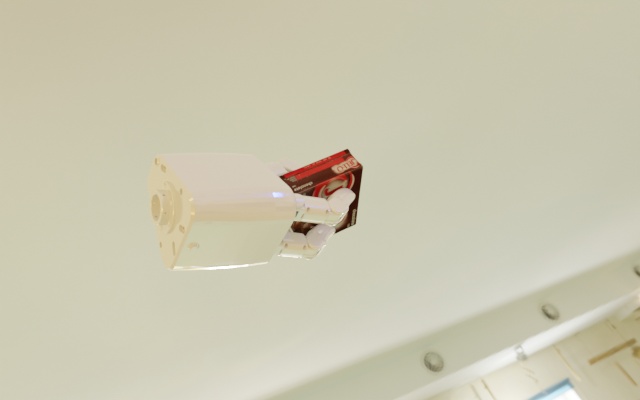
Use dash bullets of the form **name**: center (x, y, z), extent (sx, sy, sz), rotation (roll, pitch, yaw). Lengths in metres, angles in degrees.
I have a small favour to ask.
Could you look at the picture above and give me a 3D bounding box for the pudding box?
- **pudding box**: center (0.000, 0.002, 0.560), extent (0.090, 0.039, 0.114), rotation (-23, -32, -18)
